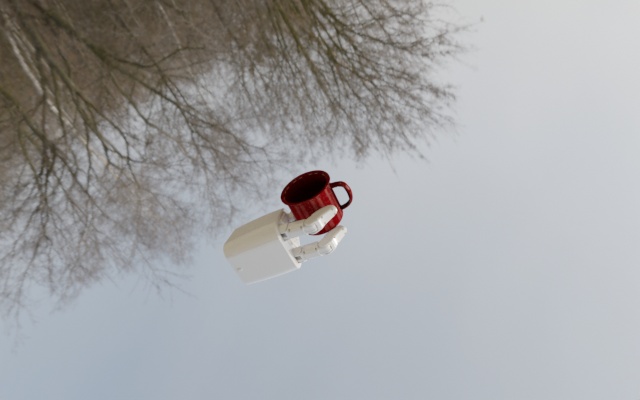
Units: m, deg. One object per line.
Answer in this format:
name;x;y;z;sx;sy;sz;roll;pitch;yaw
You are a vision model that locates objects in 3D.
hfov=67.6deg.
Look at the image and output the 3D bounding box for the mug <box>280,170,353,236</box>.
mug;0.002;0.002;0.833;0.117;0.081;0.093;-20;33;13
